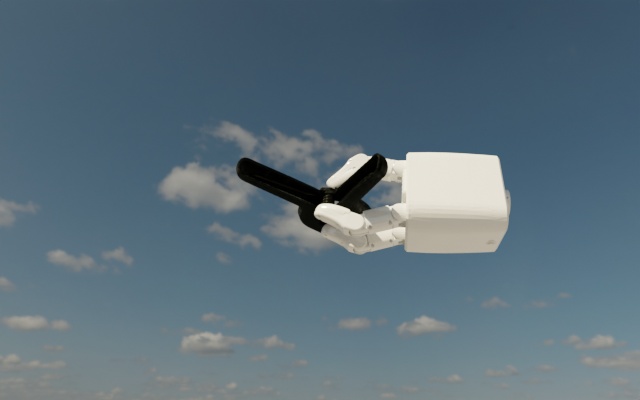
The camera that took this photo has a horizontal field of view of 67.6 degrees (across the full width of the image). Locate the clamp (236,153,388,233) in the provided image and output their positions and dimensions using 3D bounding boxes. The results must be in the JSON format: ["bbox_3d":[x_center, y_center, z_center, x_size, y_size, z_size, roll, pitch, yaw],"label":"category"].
[{"bbox_3d":[0.001,0.001,0.577,0.164,0.036,0.210,4,-25,11],"label":"clamp"}]
